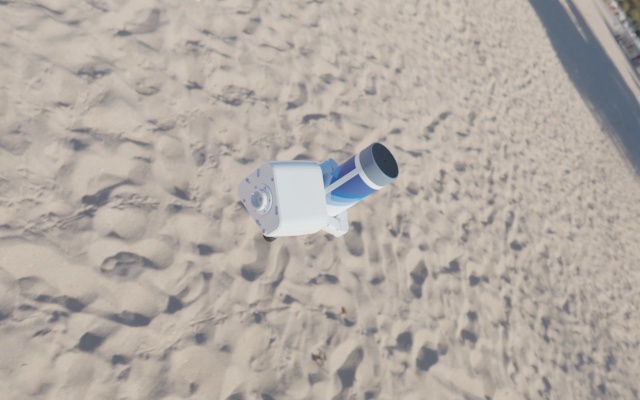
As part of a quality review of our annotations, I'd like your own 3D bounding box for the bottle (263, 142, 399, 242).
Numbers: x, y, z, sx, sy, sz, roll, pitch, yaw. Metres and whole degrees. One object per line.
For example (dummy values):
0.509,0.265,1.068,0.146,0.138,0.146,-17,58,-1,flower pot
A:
0.000,0.003,0.823,0.296,0.069,0.069,-33,-21,36,bottle
